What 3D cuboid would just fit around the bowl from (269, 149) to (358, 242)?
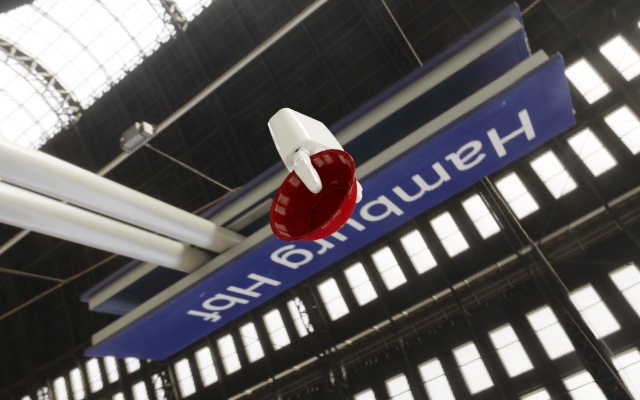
[{"bbox_3d":[0.000,0.004,0.719,0.162,0.162,0.055,0,-32,47],"label":"bowl"}]
